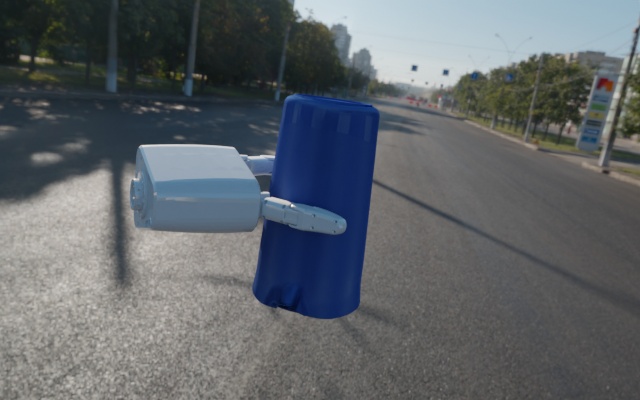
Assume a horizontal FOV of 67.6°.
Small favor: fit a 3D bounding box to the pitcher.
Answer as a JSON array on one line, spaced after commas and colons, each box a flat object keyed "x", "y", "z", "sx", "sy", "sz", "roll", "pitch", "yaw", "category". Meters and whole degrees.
[{"x": 0.000, "y": 0.002, "z": 0.570, "sx": 0.145, "sy": 0.243, "sz": 0.149, "roll": 0, "pitch": 16, "yaw": -29, "category": "pitcher"}]
